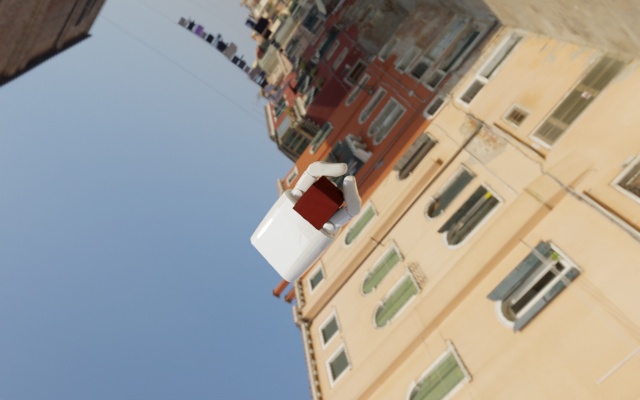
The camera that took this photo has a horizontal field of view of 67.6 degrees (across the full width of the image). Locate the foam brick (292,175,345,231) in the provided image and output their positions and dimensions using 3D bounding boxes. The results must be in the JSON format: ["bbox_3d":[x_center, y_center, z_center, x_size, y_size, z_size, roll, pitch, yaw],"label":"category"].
[{"bbox_3d":[0.000,0.002,0.716,0.053,0.051,0.078,41,16,0],"label":"foam brick"}]
